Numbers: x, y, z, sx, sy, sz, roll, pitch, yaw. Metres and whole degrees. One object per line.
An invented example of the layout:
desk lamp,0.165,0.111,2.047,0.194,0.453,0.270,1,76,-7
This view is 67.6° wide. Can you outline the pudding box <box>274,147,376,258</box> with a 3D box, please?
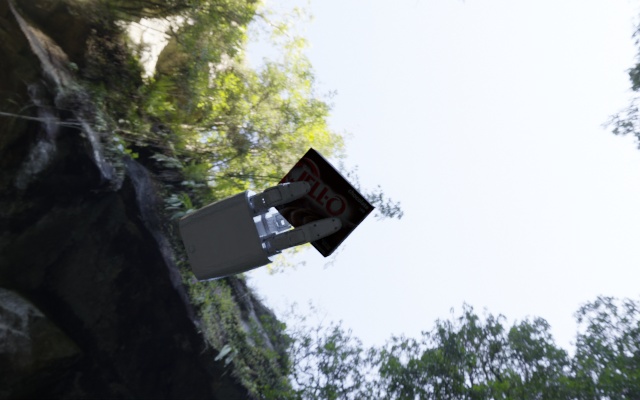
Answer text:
pudding box,0.000,0.002,0.610,0.113,0.090,0.039,44,10,8
